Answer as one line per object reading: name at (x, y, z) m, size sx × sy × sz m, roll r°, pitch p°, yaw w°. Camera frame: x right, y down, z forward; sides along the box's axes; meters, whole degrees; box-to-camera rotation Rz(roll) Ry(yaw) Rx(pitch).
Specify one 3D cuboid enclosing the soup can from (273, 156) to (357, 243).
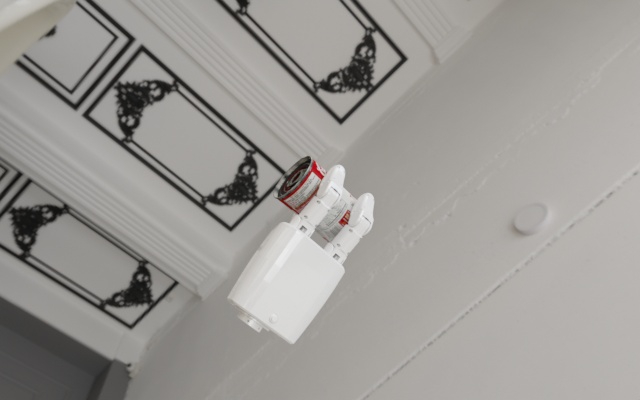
soup can at (0.001, 0.002, 0.607) m, size 0.102 × 0.068 × 0.068 m, roll 42°, pitch -18°, yaw -21°
